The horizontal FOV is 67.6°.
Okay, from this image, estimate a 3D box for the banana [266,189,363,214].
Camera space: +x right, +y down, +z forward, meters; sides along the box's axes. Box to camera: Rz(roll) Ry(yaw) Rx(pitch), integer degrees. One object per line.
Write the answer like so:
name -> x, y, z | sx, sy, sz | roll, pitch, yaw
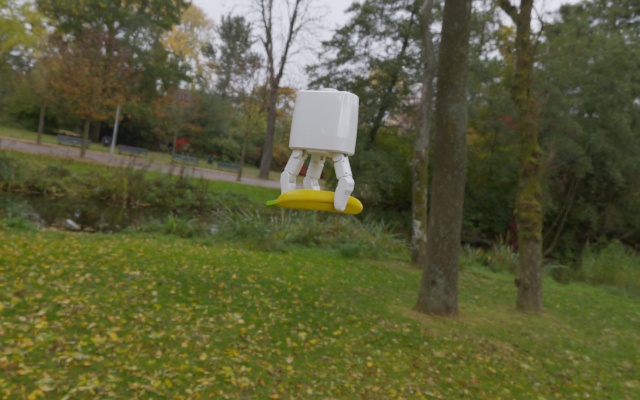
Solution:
banana -> 0.006, 0.002, 0.866 | 0.198, 0.037, 0.069 | 6, -4, -27
